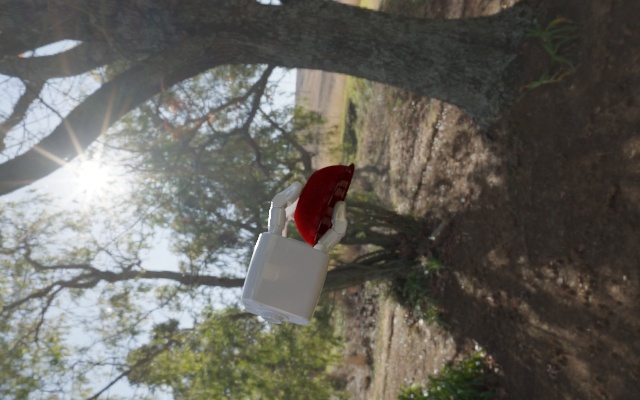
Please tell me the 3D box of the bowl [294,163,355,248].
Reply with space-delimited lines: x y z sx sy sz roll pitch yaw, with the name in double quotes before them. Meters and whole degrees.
"bowl" 0.000 0.002 0.796 0.055 0.162 0.162 24 4 9
